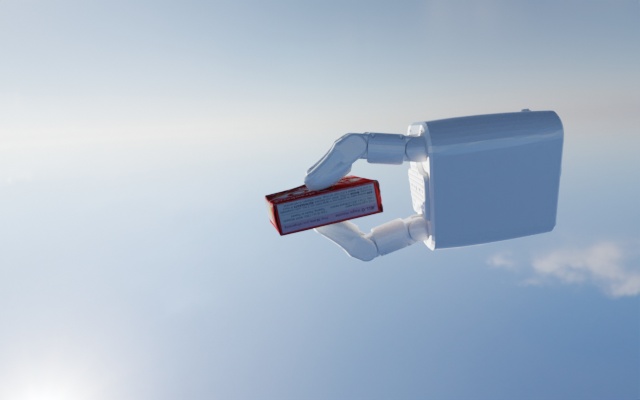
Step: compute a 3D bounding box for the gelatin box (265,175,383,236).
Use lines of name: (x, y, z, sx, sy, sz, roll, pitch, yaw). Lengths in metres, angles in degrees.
gelatin box: (0.000, 0.002, 0.411, 0.089, 0.030, 0.073, -14, 9, -10)
